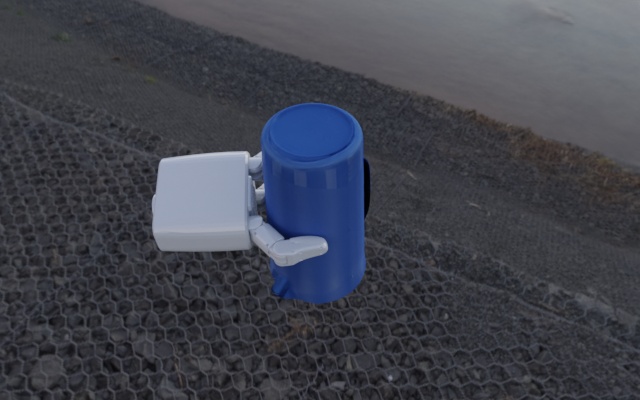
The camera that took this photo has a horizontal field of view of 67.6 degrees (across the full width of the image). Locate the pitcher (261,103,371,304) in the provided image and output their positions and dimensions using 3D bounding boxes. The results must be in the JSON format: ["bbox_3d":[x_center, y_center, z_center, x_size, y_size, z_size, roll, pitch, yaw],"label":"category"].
[{"bbox_3d":[0.000,0.002,0.588,0.145,0.149,0.243,-3,-43,-1],"label":"pitcher"}]
